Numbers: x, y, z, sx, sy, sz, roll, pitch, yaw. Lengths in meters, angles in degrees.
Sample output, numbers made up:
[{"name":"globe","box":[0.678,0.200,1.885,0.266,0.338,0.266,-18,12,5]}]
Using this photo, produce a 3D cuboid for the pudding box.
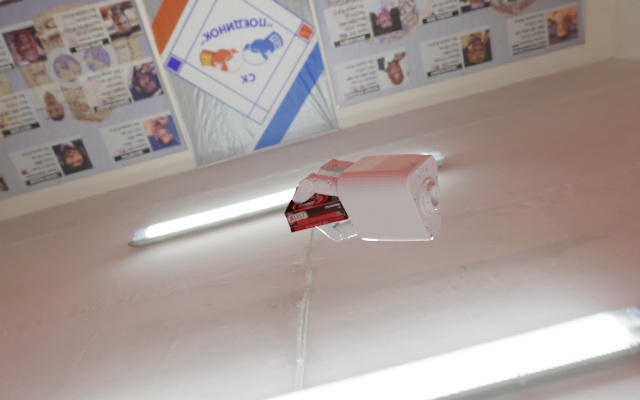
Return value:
[{"name":"pudding box","box":[0.000,0.003,0.731,0.090,0.039,0.113,-13,18,12]}]
